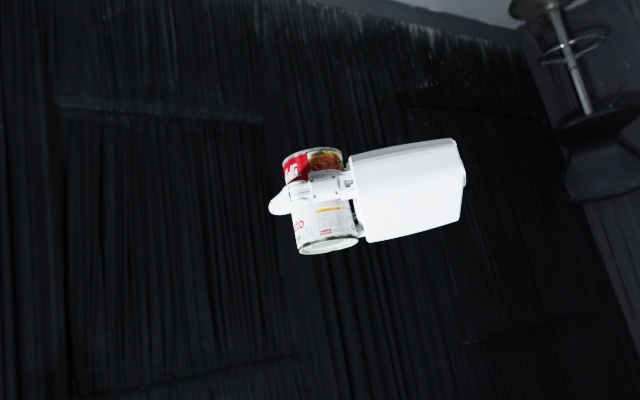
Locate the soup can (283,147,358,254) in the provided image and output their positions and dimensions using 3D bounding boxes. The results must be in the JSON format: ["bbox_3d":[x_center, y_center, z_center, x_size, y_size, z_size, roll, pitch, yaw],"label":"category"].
[{"bbox_3d":[0.000,0.002,0.526,0.068,0.102,0.068,-10,-16,-3],"label":"soup can"}]
